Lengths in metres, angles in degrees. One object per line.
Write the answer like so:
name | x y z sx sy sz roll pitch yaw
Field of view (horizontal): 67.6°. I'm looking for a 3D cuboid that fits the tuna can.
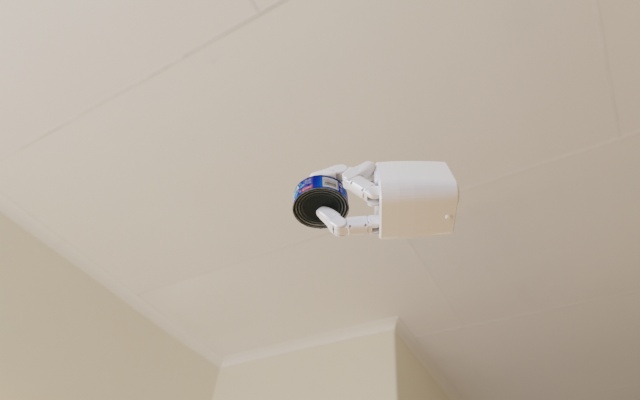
tuna can | 0.000 0.002 0.734 0.086 0.086 0.033 0 44 -2
